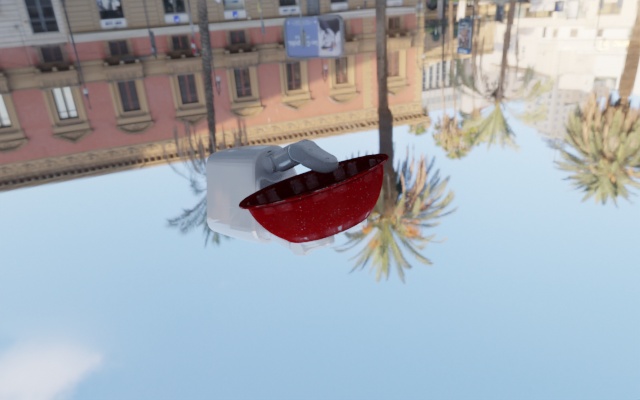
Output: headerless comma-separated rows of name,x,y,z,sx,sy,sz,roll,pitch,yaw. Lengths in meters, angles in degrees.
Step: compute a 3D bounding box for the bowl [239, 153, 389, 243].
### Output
bowl,0.001,0.002,0.497,0.162,0.055,0.162,-18,10,3
